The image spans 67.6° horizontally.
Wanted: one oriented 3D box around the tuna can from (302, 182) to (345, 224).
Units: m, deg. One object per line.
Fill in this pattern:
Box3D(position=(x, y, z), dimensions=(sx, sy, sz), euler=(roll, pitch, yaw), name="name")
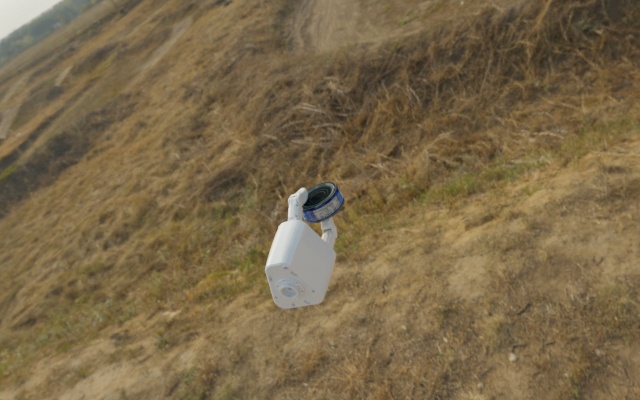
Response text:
Box3D(position=(0.000, 0.002, 0.897), dimensions=(0.086, 0.034, 0.086), euler=(-24, 27, 13), name="tuna can")
